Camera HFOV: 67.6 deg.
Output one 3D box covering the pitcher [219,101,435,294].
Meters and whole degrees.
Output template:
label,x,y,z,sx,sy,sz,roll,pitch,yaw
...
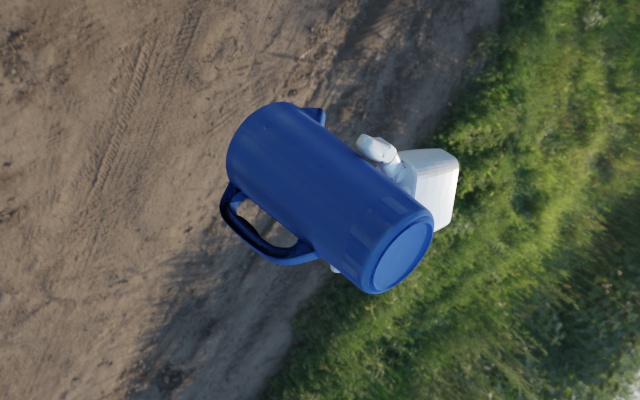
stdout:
label,x,y,z,sx,sy,sz,roll,pitch,yaw
pitcher,0.000,0.002,0.552,0.145,0.149,0.242,-11,40,-43
